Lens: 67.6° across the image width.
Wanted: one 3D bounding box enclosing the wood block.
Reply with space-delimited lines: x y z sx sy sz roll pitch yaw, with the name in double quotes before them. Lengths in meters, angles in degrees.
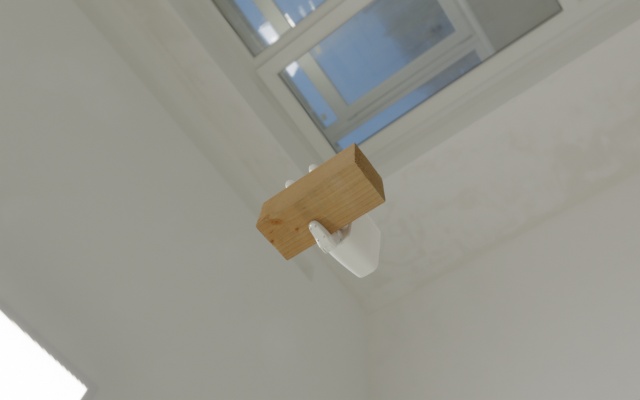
"wood block" 0.000 0.003 0.830 0.206 0.090 0.090 -33 22 18
